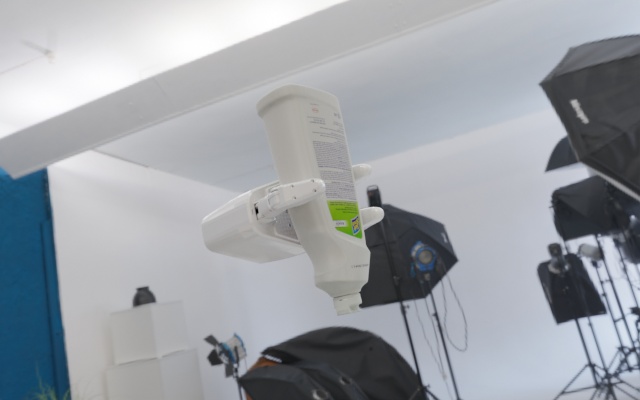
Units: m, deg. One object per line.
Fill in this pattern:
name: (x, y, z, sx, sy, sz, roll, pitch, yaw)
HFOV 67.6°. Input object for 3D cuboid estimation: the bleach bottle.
bleach bottle: (0.000, 0.002, 0.534, 0.068, 0.250, 0.102, -22, -15, 40)
